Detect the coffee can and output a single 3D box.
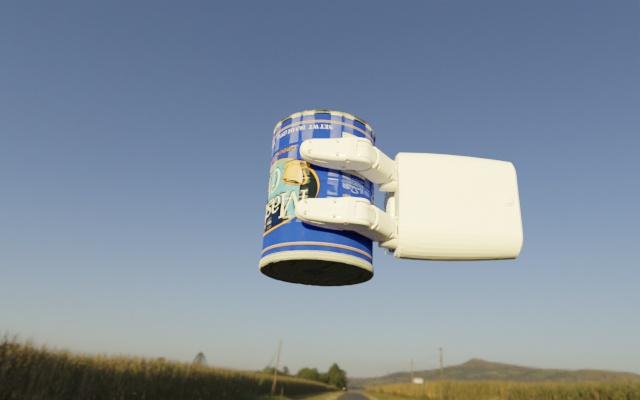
[{"bbox_3d":[0.000,0.002,0.453,0.103,0.140,0.103,3,-22,1],"label":"coffee can"}]
